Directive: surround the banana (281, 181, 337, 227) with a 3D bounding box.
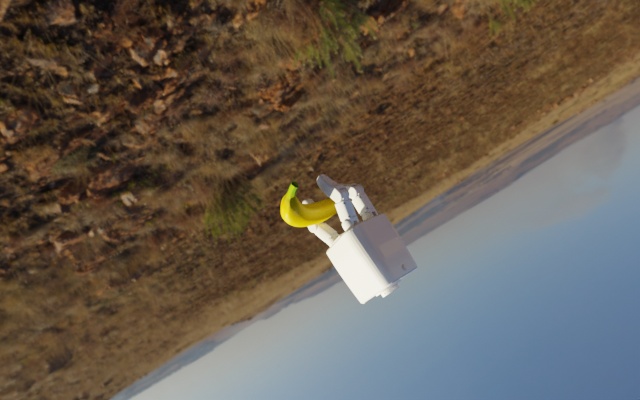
[{"bbox_3d":[-0.015,0.014,0.770,0.069,0.037,0.198,-41,-19,15],"label":"banana"}]
